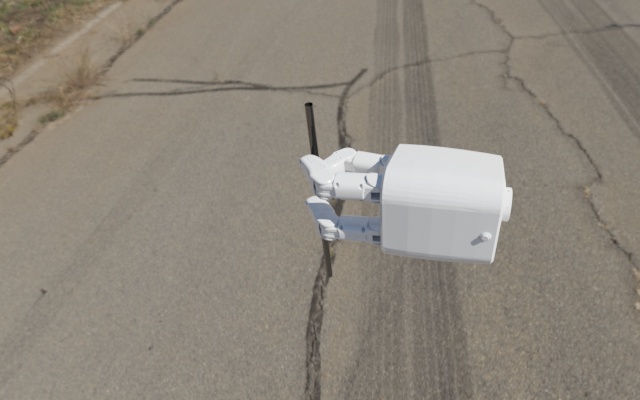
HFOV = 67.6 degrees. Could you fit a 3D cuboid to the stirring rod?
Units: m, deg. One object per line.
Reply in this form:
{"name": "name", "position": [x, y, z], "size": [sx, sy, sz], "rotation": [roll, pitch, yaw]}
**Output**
{"name": "stirring rod", "position": [0.000, 0.002, 0.527], "size": [0.011, 0.240, 0.011], "rotation": [-4, 39, 3]}
